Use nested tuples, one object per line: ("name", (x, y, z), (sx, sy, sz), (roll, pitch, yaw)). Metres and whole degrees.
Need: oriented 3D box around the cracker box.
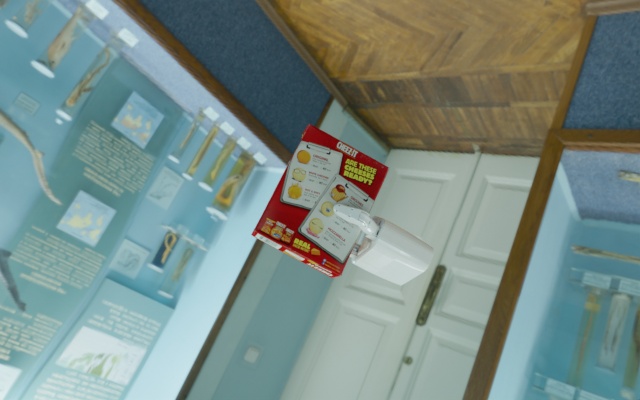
("cracker box", (0.000, 0.003, 0.831), (0.164, 0.213, 0.072), (28, -18, -8))
